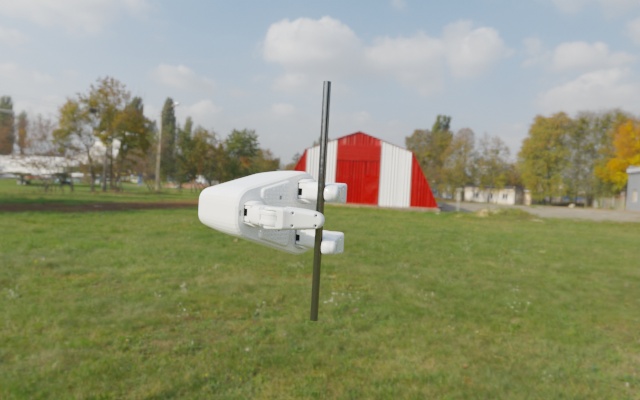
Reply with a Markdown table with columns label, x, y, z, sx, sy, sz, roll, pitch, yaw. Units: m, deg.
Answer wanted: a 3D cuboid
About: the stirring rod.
| label | x | y | z | sx | sy | sz | roll | pitch | yaw |
| --- | --- | --- | --- | --- | --- | --- | --- | --- | --- |
| stirring rod | 0.000 | 0.002 | 0.481 | 0.011 | 0.239 | 0.011 | 3 | 2 | 0 |
